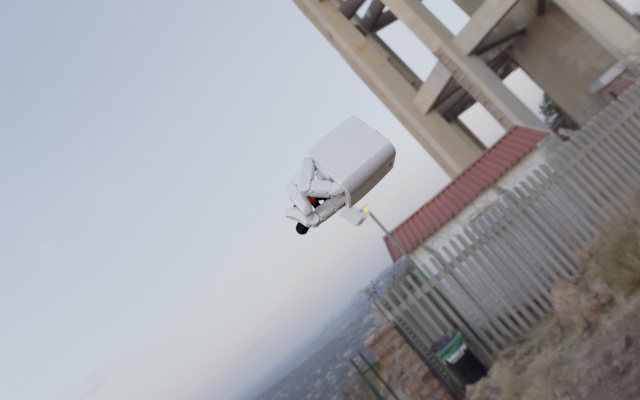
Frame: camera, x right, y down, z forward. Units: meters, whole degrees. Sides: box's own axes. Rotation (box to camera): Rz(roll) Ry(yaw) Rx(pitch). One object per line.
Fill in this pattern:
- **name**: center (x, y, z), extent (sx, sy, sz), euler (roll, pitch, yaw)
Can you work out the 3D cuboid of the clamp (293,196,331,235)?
- **clamp**: center (0.000, 0.002, 0.849), extent (0.120, 0.039, 0.171), euler (-43, -12, -11)
